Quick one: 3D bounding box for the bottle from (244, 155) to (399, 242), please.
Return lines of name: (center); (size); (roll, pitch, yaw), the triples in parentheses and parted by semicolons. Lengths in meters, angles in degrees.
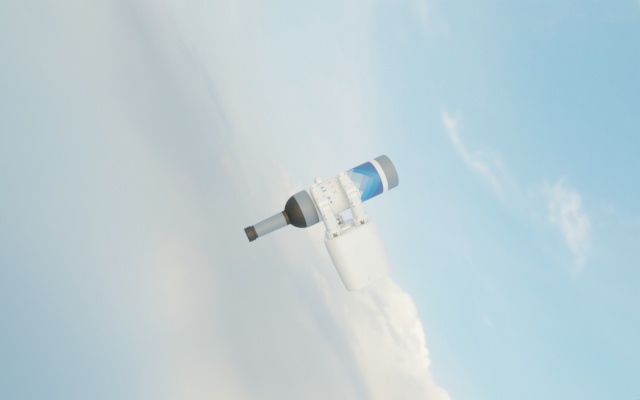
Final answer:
bottle: (0.000, 0.003, 0.878); (0.295, 0.069, 0.069); (-24, 5, -11)
